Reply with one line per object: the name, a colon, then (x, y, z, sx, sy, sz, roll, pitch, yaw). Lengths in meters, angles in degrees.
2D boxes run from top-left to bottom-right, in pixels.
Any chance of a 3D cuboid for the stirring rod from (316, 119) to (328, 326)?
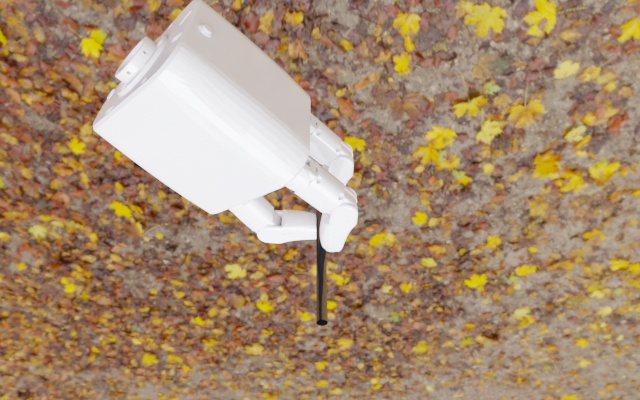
stirring rod: (0.000, 0.001, 0.420, 0.011, 0.011, 0.239, 0, 45, 0)
